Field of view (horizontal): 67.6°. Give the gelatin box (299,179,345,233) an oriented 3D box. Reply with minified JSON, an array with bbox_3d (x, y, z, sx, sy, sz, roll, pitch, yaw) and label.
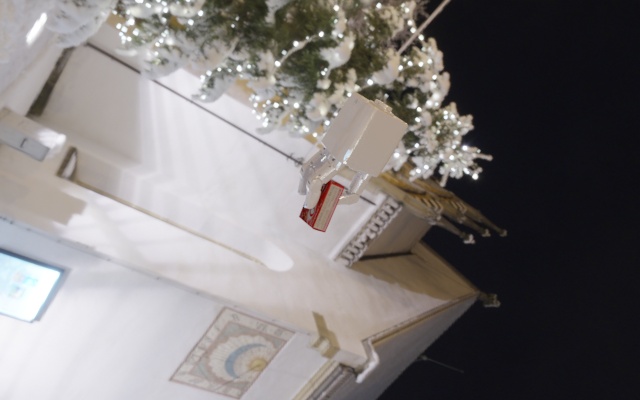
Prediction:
[{"bbox_3d":[0.000,0.003,0.839,0.030,0.089,0.073,19,6,-25],"label":"gelatin box"}]
